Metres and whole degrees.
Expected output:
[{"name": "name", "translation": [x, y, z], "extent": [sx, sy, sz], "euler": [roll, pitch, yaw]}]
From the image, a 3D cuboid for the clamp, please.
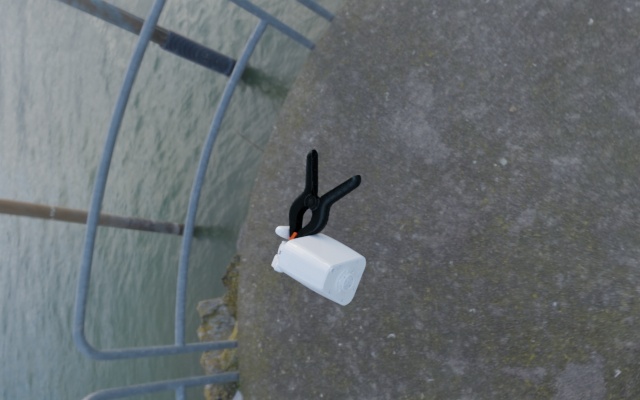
[{"name": "clamp", "translation": [0.000, 0.003, 0.859], "extent": [0.120, 0.171, 0.039], "euler": [23, 7, 36]}]
